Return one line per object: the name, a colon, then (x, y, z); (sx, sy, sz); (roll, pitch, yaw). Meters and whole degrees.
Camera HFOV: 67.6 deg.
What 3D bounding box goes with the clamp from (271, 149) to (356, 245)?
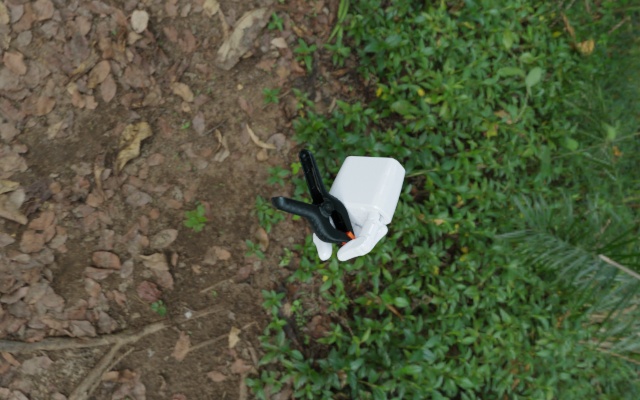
clamp: (0.001, 0.003, 0.764); (0.039, 0.120, 0.171); (-6, -39, 44)
